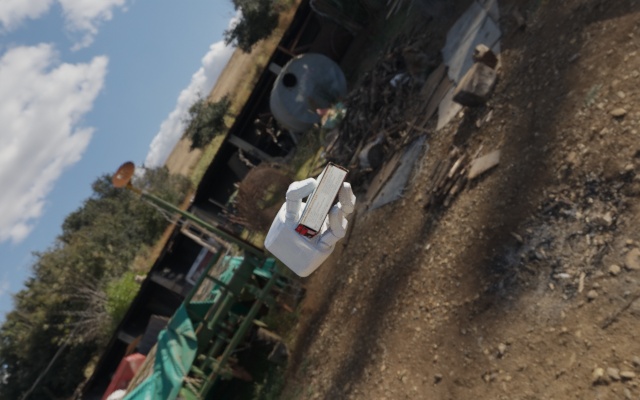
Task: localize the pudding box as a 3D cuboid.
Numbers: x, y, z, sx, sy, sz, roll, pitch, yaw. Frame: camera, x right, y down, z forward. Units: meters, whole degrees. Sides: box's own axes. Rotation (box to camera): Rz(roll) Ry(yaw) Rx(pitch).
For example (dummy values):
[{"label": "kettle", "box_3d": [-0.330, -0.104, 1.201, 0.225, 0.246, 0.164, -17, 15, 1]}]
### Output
[{"label": "pudding box", "box_3d": [0.000, 0.002, 0.773, 0.039, 0.113, 0.090, 25, -12, -4]}]
